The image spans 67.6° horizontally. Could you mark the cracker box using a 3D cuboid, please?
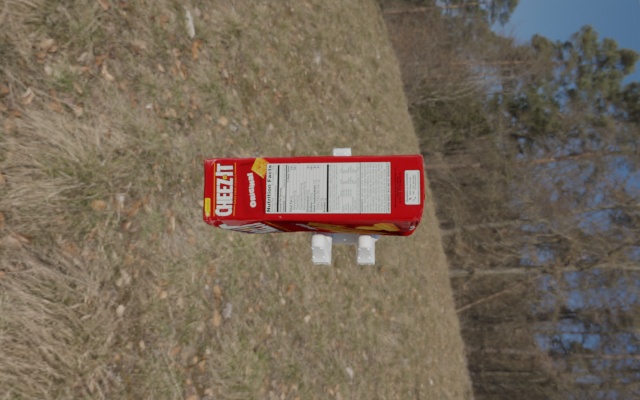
[{"bbox_3d":[0.000,0.002,0.528,0.214,0.072,0.164,-1,-8,7],"label":"cracker box"}]
